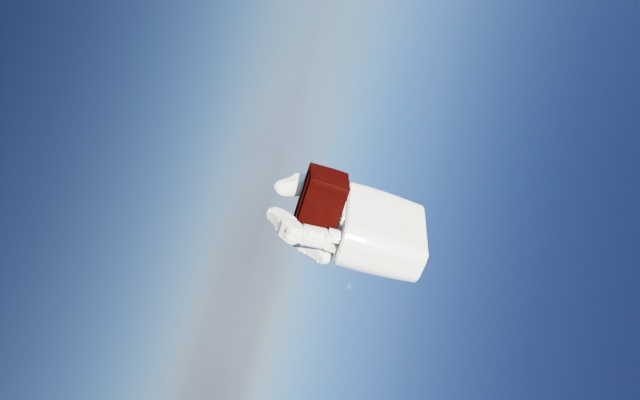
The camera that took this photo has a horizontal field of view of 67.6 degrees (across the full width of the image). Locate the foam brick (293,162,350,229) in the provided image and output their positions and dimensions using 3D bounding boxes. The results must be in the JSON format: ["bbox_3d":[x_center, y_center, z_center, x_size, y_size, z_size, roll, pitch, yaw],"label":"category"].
[{"bbox_3d":[0.000,0.002,0.580,0.051,0.078,0.053,16,25,-6],"label":"foam brick"}]
